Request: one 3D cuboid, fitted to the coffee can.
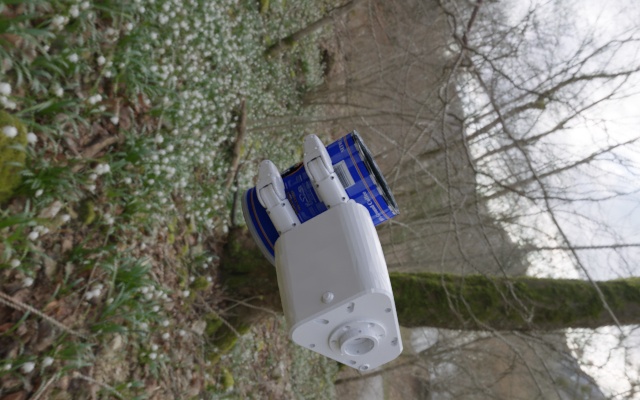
[{"bbox_3d":[0.000,0.002,0.523,0.140,0.103,0.103,-28,-7,12],"label":"coffee can"}]
